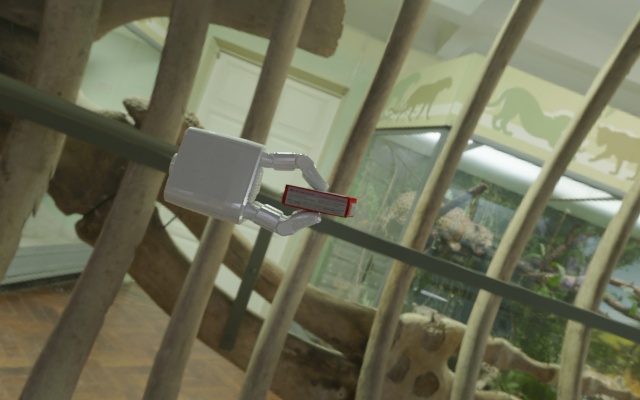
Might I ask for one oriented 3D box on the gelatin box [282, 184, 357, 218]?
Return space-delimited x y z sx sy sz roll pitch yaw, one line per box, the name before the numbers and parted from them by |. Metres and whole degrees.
gelatin box | 0.001 0.002 0.645 0.089 0.030 0.073 11 1 11
